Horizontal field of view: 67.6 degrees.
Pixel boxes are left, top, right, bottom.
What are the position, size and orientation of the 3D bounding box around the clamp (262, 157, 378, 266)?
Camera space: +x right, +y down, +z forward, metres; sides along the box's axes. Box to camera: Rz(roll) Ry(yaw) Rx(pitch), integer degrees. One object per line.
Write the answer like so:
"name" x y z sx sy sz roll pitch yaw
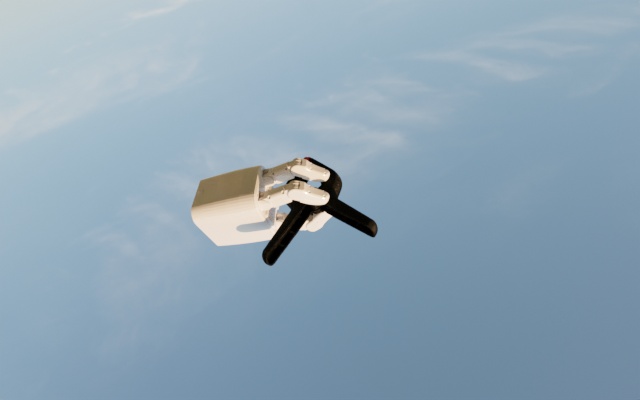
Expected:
"clamp" 0.000 0.003 0.720 0.164 0.036 0.209 -11 41 11
